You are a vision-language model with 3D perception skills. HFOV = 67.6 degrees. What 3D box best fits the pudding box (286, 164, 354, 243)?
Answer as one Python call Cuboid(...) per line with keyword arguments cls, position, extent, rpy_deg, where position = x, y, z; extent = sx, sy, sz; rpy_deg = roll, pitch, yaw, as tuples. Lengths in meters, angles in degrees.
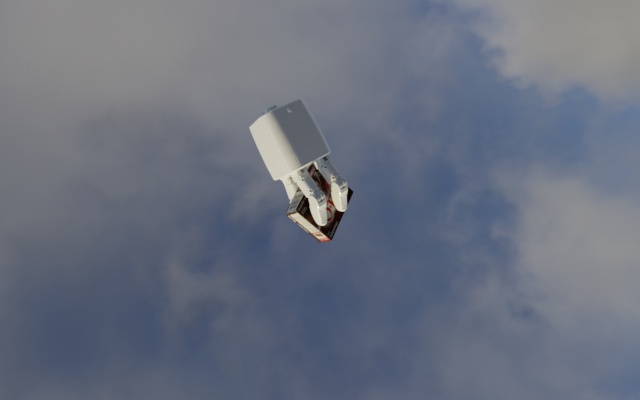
Cuboid(cls="pudding box", position=(0.000, 0.003, 0.835), extent=(0.090, 0.113, 0.039), rpy_deg=(41, -30, -25))
